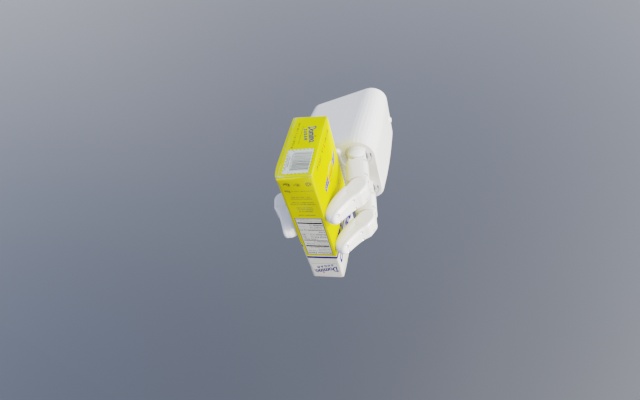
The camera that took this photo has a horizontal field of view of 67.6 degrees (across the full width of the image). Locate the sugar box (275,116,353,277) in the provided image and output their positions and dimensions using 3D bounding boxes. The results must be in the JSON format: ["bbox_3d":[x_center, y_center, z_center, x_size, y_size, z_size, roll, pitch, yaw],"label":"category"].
[{"bbox_3d":[0.001,0.002,0.545,0.048,0.093,0.176,-2,-41,18],"label":"sugar box"}]
